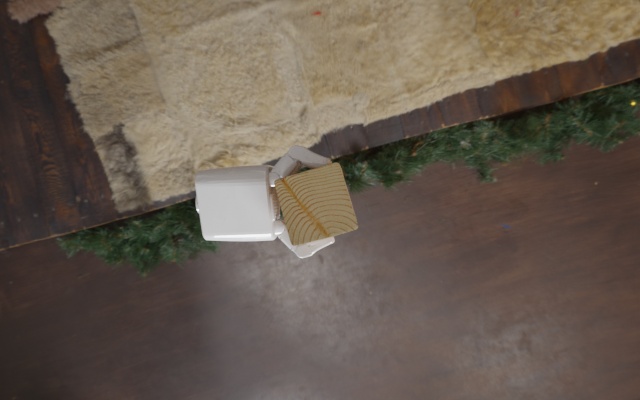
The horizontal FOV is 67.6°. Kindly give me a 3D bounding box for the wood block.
[{"bbox_3d":[0.000,0.003,0.706,0.090,0.091,0.206,-16,1,4],"label":"wood block"}]
